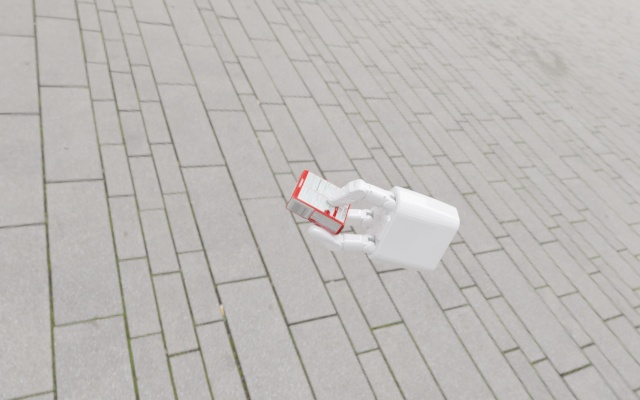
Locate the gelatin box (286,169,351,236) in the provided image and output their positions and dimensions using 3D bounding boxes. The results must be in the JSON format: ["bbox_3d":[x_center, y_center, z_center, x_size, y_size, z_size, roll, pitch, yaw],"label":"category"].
[{"bbox_3d":[0.000,0.002,0.716,0.089,0.030,0.073,29,40,-7],"label":"gelatin box"}]
